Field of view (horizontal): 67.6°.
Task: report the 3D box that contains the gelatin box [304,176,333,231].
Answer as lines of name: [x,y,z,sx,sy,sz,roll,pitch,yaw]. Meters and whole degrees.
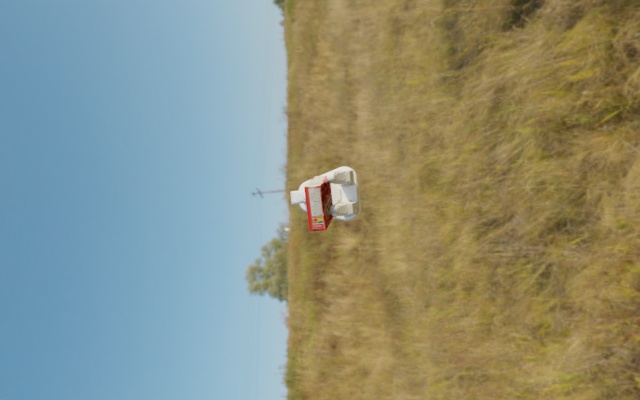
gelatin box: [0.000,0.003,0.778,0.030,0.073,0.089,-4,13,12]
